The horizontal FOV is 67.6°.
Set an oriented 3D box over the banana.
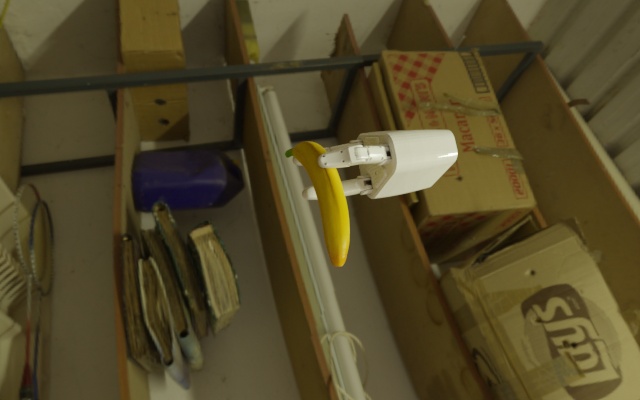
[{"bbox_3d":[0.004,-0.011,0.633,0.037,0.197,0.070,-7,-33,-24],"label":"banana"}]
